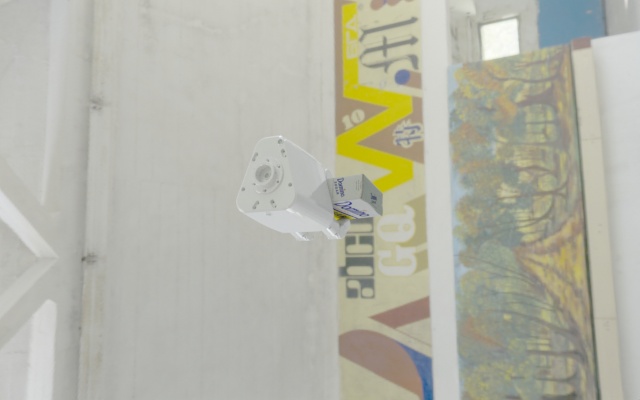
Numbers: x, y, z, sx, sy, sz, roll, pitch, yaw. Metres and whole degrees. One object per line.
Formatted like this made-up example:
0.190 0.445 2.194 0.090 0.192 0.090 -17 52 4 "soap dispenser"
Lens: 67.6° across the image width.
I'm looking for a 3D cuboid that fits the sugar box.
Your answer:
0.000 0.003 0.746 0.176 0.048 0.093 -4 -19 25 "sugar box"
